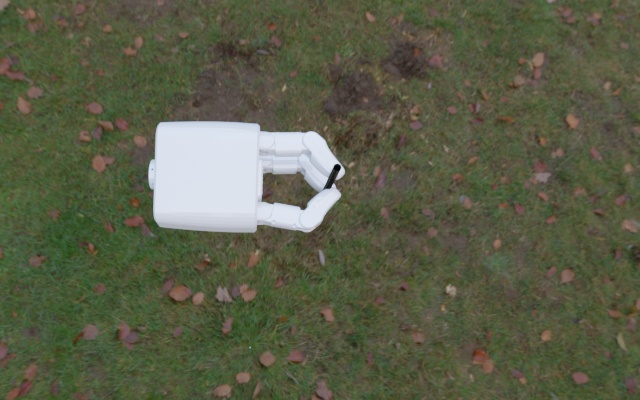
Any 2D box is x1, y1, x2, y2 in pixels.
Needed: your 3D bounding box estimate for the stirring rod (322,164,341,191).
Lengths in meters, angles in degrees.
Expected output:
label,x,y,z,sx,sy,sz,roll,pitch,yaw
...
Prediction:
label,x,y,z,sx,sy,sz,roll,pitch,yaw
stirring rod,0.000,0.002,0.590,0.011,0.011,0.240,0,-17,-8
